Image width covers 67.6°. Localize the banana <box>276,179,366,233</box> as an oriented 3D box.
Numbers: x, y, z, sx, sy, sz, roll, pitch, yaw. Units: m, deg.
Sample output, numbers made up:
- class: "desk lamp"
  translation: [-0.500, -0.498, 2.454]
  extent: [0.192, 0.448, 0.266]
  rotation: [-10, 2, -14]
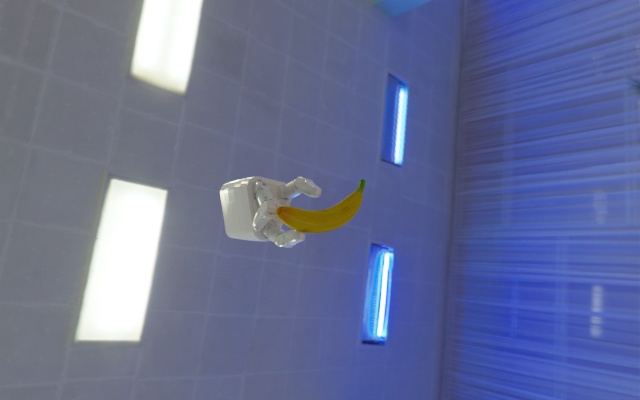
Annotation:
- class: "banana"
  translation: [0.007, 0.020, 0.804]
  extent: [0.198, 0.069, 0.037]
  rotation: [-20, 11, -40]
